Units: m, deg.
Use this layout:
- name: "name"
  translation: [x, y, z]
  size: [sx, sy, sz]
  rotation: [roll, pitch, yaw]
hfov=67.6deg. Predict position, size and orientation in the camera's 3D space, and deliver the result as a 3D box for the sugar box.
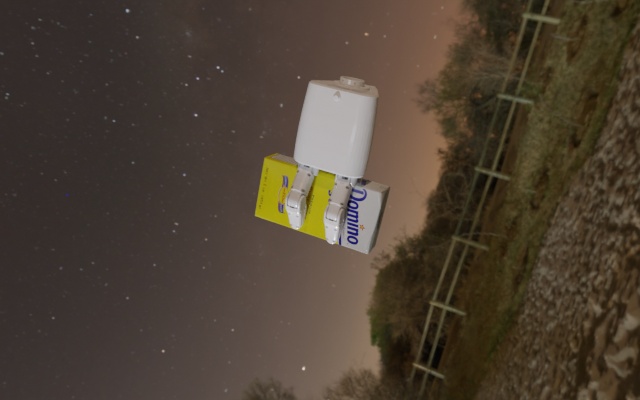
- name: "sugar box"
  translation: [0.000, 0.002, 0.669]
  size: [0.176, 0.093, 0.048]
  rotation: [18, 20, 18]
